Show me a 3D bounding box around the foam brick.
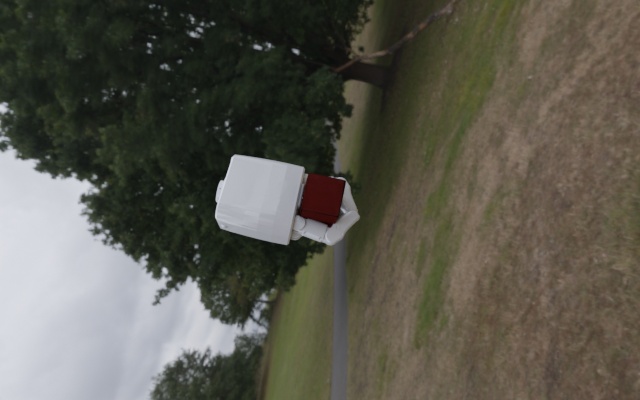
[{"bbox_3d":[0.000,0.002,0.653,0.051,0.053,0.078,13,-16,-3],"label":"foam brick"}]
